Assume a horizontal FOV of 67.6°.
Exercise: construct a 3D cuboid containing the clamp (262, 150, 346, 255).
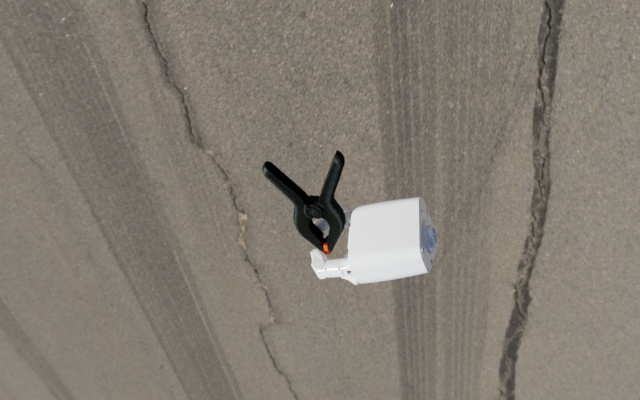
[{"bbox_3d":[0.000,0.003,0.701,0.120,0.171,0.039,-12,32,26],"label":"clamp"}]
